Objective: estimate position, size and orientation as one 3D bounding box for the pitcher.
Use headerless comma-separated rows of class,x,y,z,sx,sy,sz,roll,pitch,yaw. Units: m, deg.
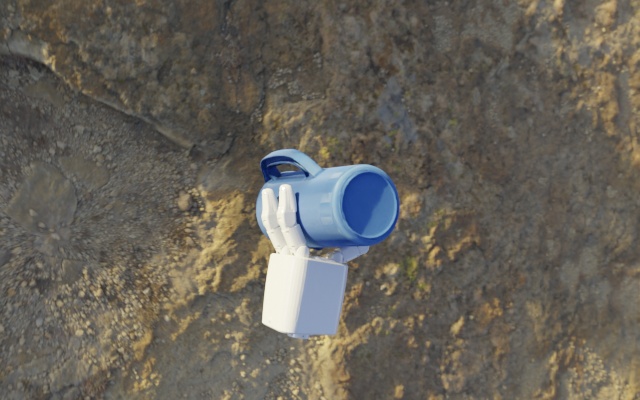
pitcher,0.000,0.003,0.719,0.149,0.145,0.243,13,-9,-28
